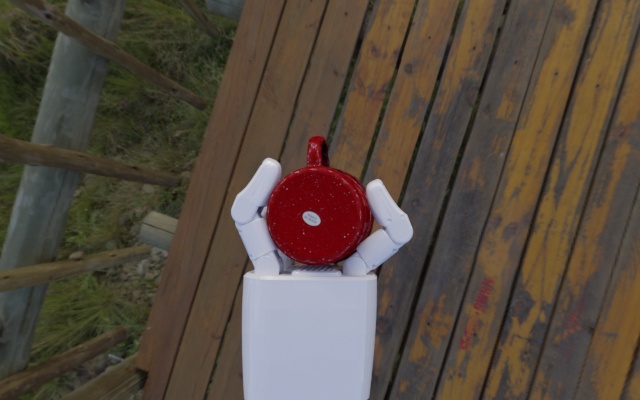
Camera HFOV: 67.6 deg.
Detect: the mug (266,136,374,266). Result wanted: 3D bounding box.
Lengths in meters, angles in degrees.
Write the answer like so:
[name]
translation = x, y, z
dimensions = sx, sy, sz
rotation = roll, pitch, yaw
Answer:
[mug]
translation = 0.000, 0.000, 0.420
dimensions = 0.093, 0.117, 0.081
rotation = 0, -1, 7
